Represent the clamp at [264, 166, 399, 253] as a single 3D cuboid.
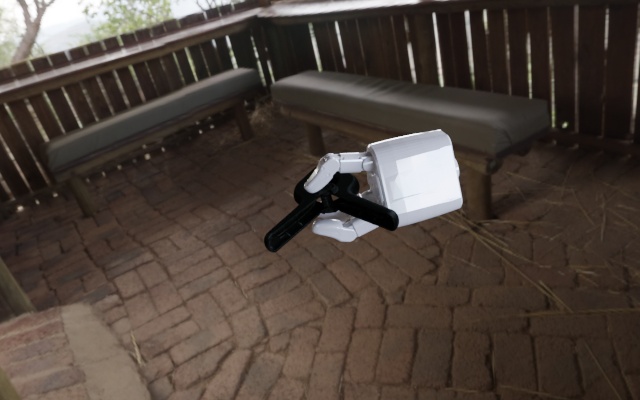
[{"bbox_3d":[0.000,0.001,0.652,0.164,0.036,0.210,-13,26,-4],"label":"clamp"}]
